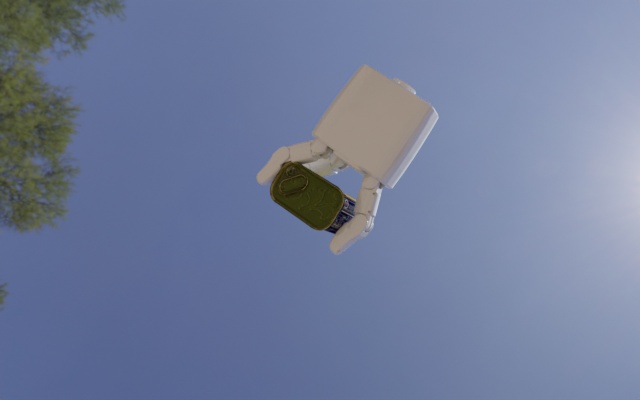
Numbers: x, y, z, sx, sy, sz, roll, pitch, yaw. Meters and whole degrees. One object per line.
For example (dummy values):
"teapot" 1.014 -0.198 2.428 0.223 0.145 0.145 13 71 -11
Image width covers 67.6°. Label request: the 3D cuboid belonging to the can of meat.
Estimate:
"can of meat" 0.000 0.002 0.605 0.102 0.057 0.084 33 3 30
